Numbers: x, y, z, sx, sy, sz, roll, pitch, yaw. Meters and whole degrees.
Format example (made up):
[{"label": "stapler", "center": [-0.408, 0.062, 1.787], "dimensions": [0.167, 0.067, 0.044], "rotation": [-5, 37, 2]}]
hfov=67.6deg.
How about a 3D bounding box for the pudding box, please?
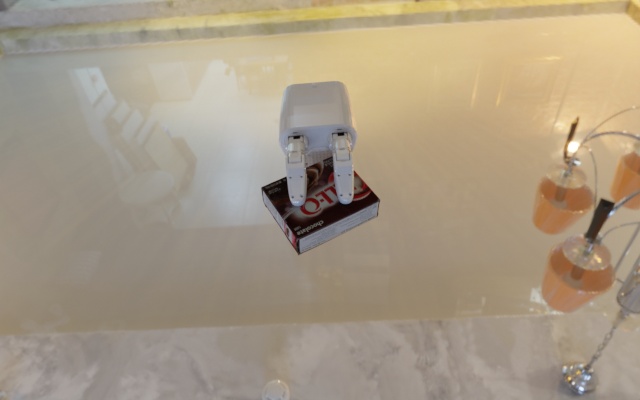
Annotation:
[{"label": "pudding box", "center": [0.000, 0.002, 0.566], "dimensions": [0.113, 0.090, 0.039], "rotation": [-26, -37, -17]}]
